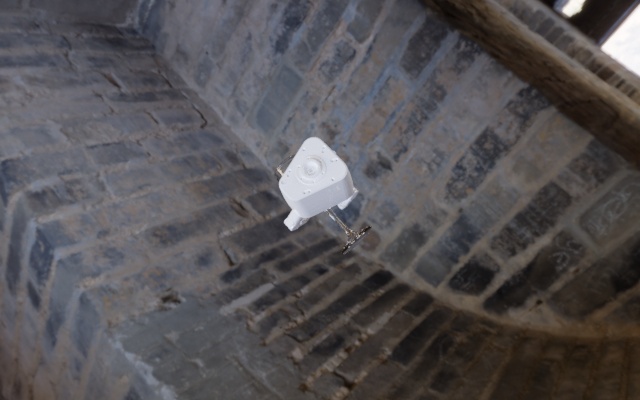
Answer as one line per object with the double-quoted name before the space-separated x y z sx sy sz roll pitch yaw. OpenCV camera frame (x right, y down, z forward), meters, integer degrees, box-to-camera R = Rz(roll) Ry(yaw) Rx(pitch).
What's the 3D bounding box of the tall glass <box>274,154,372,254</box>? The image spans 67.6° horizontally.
"tall glass" 0.001 0.003 0.893 0.201 0.079 0.079 47 17 16
